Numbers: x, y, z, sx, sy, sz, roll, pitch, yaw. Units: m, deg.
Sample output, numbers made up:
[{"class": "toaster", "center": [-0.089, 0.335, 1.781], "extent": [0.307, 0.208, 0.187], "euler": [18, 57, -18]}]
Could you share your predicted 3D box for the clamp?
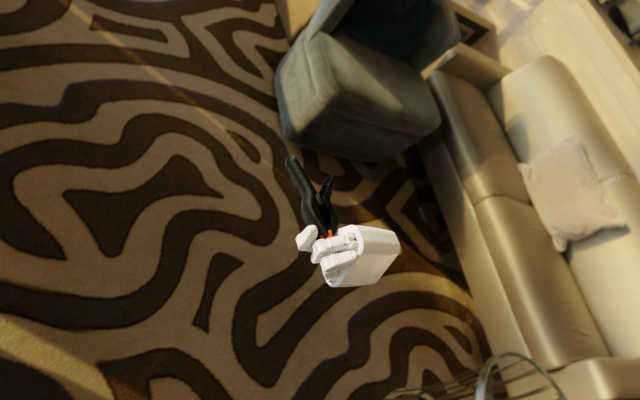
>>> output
[{"class": "clamp", "center": [0.001, 0.003, 0.858], "extent": [0.120, 0.171, 0.039], "euler": [10, -36, -43]}]
